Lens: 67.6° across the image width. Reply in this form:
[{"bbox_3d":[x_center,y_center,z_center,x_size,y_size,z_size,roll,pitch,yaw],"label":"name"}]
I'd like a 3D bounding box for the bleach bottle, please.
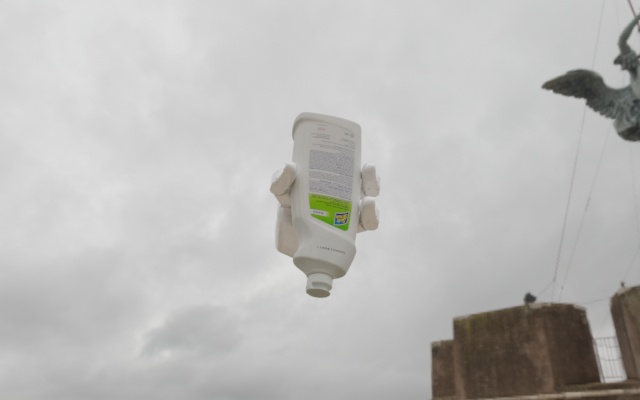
[{"bbox_3d":[0.000,0.002,0.622,0.102,0.250,0.068,10,-33,-6],"label":"bleach bottle"}]
